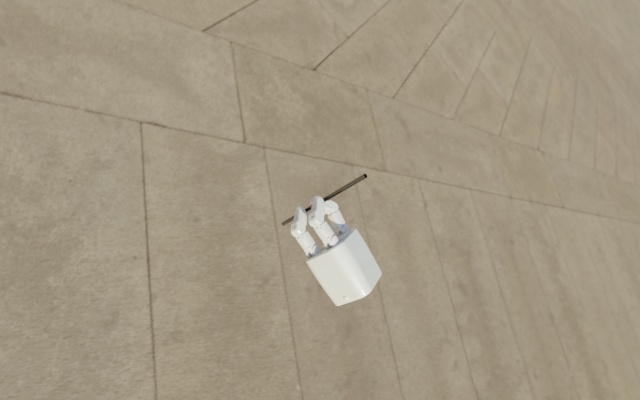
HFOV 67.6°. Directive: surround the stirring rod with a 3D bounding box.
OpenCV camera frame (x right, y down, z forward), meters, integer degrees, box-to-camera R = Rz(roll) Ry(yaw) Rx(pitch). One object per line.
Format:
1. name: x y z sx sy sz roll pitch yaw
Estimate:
1. stirring rod: 0.000 0.003 0.886 0.011 0.011 0.239 0 -22 -43
